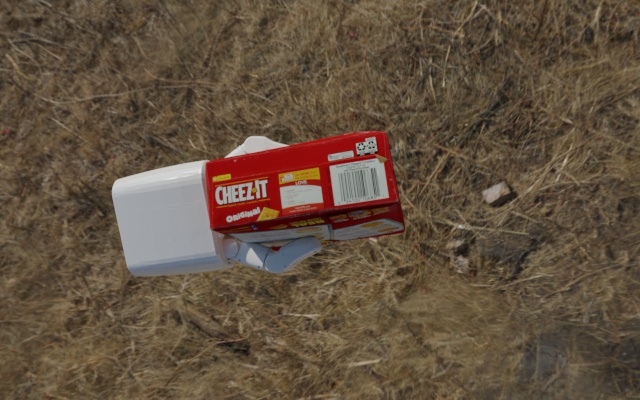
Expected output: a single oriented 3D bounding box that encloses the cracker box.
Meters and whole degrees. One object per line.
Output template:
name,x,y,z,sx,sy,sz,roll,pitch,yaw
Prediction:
cracker box,0.000,0.002,0.500,0.164,0.072,0.214,-9,-12,9
